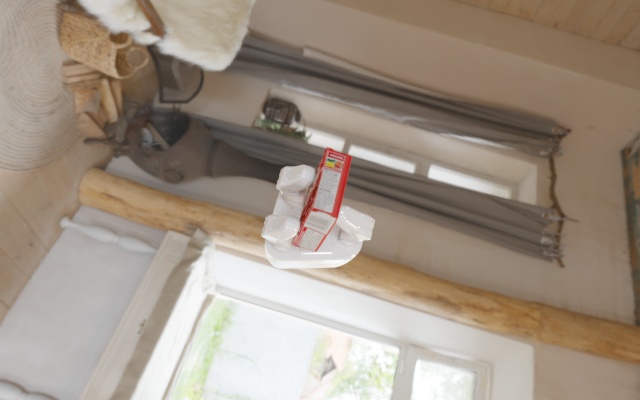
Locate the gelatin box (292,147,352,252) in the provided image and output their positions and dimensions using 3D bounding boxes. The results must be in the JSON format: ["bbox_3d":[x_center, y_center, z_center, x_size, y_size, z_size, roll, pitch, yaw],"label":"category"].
[{"bbox_3d":[0.001,0.002,0.481,0.030,0.073,0.089,18,-30,-6],"label":"gelatin box"}]
